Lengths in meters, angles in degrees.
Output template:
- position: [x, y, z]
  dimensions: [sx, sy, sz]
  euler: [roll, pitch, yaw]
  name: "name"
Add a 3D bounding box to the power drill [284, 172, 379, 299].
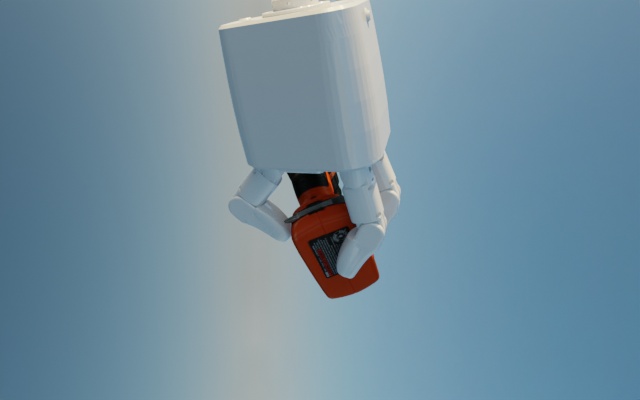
- position: [0.000, 0.002, 0.474]
  dimensions: [0.057, 0.185, 0.187]
  euler: [-25, 42, 3]
  name: "power drill"
